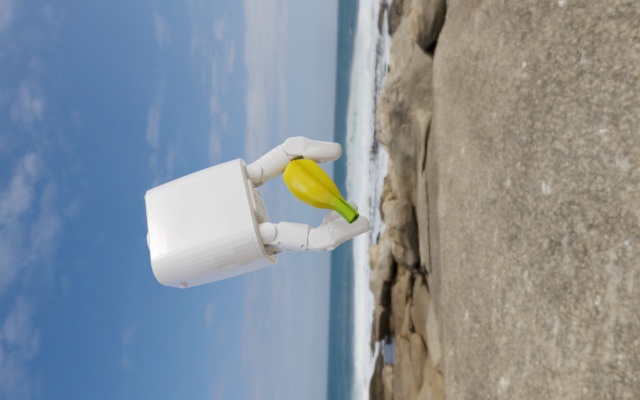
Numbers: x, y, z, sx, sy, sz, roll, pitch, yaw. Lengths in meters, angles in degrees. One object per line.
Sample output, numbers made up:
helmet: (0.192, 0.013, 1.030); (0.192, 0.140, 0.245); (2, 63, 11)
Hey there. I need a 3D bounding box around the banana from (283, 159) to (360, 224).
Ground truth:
banana: (-0.010, -0.013, 0.494); (0.037, 0.069, 0.198); (-36, 9, -2)
